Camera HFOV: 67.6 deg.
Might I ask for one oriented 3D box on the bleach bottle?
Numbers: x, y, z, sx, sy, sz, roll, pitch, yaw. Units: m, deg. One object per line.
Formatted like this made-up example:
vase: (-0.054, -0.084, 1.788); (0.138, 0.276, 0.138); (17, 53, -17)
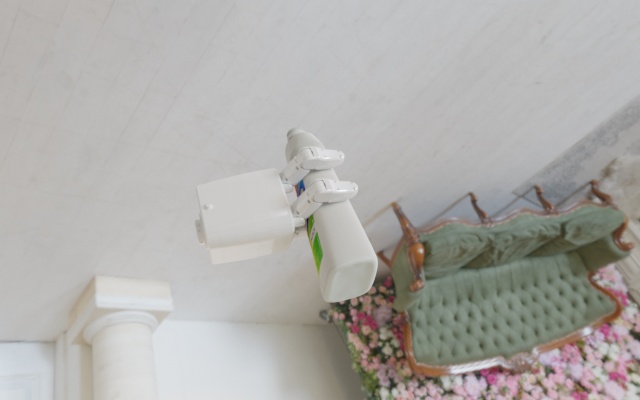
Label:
bleach bottle: (0.000, 0.002, 0.643); (0.068, 0.250, 0.103); (-12, -36, -14)
